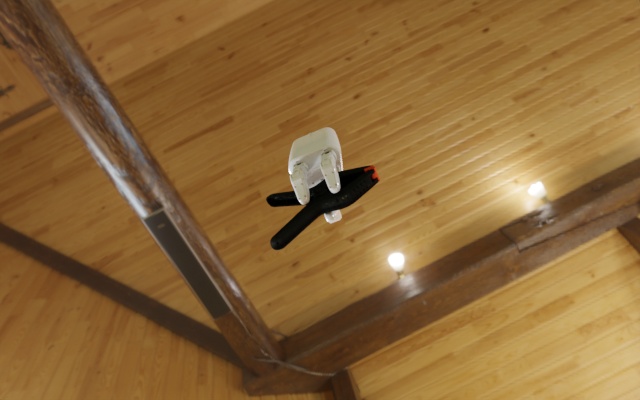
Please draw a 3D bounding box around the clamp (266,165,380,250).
[{"bbox_3d":[0.001,0.003,0.800,0.210,0.036,0.164,-22,30,10],"label":"clamp"}]
